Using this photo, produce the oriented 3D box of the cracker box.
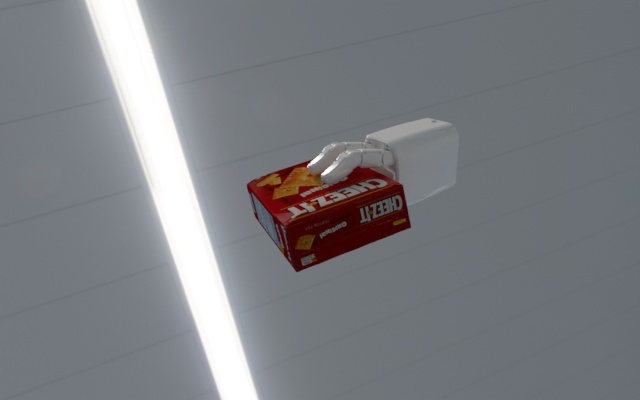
[{"bbox_3d":[0.000,0.002,0.676,0.164,0.072,0.213,-20,22,-15],"label":"cracker box"}]
